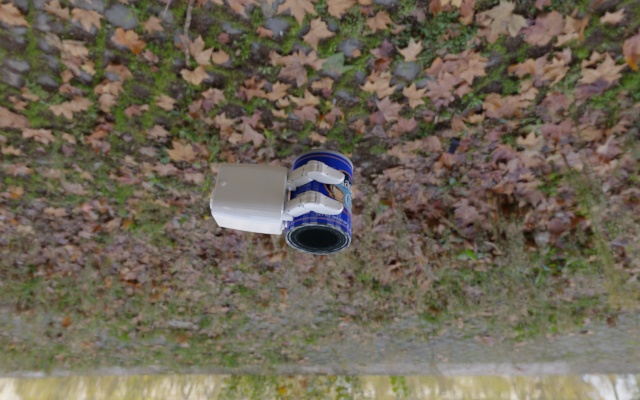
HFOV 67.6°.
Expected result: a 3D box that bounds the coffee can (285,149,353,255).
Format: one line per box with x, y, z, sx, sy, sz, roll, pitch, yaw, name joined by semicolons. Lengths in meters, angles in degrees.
0.000;0.002;0.773;0.103;0.140;0.103;3;-32;2;coffee can
